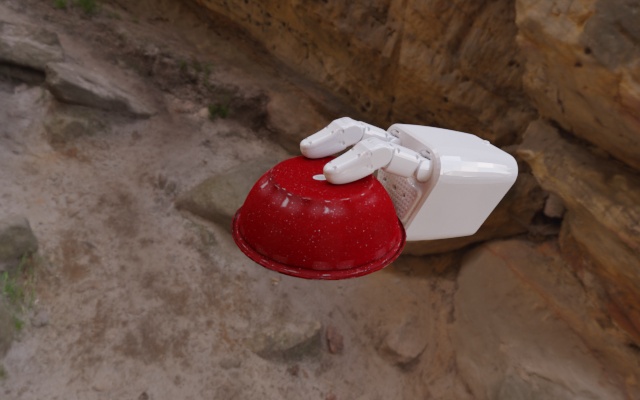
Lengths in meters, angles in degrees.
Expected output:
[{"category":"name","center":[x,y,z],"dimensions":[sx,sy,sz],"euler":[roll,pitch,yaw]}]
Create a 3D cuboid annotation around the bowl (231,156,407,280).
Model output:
[{"category":"bowl","center":[-0.001,0.001,0.431],"dimensions":[0.162,0.055,0.162],"euler":[3,29,-2]}]
